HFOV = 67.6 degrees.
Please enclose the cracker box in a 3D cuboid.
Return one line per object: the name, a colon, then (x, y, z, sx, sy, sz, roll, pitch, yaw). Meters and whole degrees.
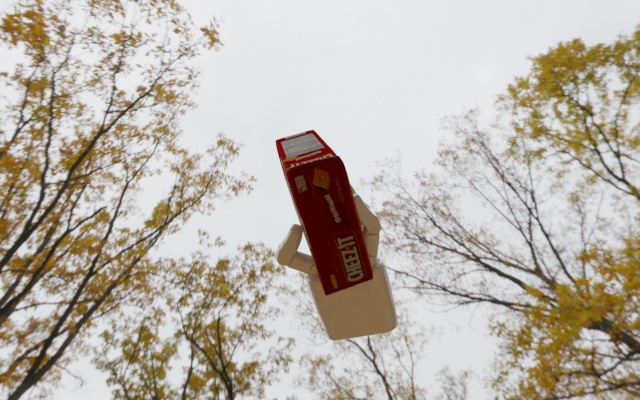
cracker box: (0.000, 0.002, 0.647, 0.072, 0.164, 0.213, -18, 18, -3)
